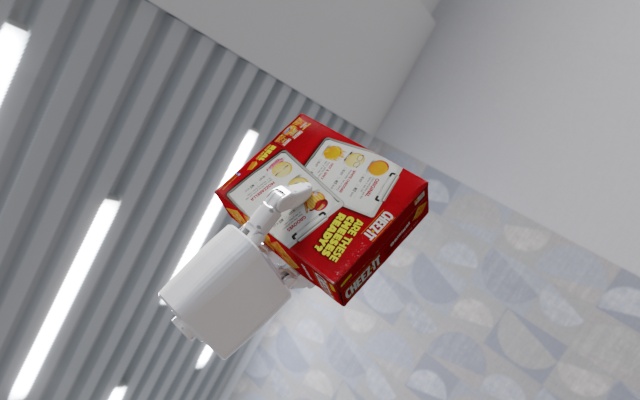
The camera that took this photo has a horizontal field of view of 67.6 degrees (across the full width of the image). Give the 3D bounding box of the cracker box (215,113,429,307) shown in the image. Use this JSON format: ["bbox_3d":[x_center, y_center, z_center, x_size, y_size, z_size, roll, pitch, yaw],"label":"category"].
[{"bbox_3d":[0.000,0.002,0.594,0.213,0.164,0.072,34,-21,32],"label":"cracker box"}]
